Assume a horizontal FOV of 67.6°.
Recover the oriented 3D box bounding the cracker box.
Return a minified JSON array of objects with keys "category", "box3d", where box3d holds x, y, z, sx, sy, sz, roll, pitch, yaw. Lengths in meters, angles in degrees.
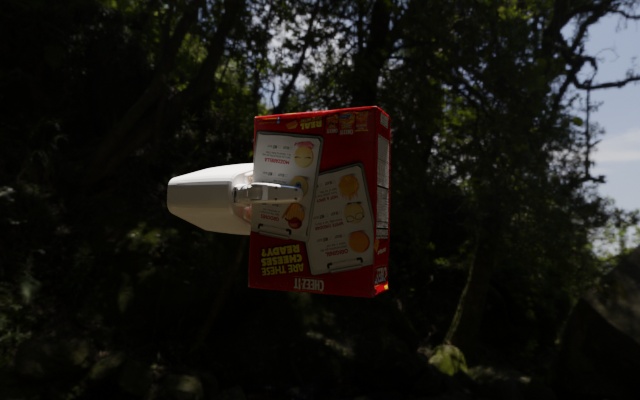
[{"category":"cracker box","box3d":[0.000,0.002,0.584,0.164,0.213,0.072,0,-3,25]}]
